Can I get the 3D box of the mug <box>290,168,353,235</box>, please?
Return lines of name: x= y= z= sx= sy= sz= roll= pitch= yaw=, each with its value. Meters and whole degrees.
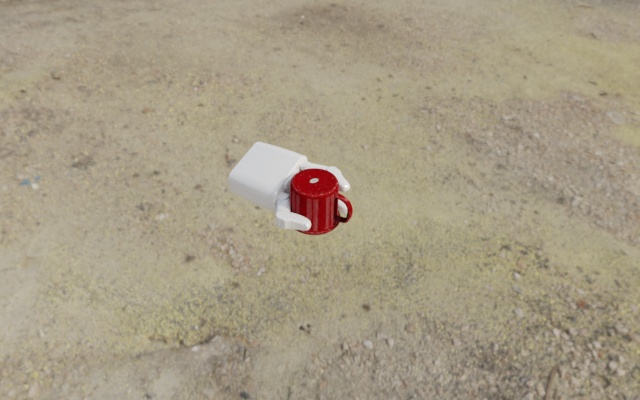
mug: x=0.001 y=0.003 z=0.812 sx=0.117 sy=0.082 sz=0.093 roll=20 pitch=43 yaw=22
